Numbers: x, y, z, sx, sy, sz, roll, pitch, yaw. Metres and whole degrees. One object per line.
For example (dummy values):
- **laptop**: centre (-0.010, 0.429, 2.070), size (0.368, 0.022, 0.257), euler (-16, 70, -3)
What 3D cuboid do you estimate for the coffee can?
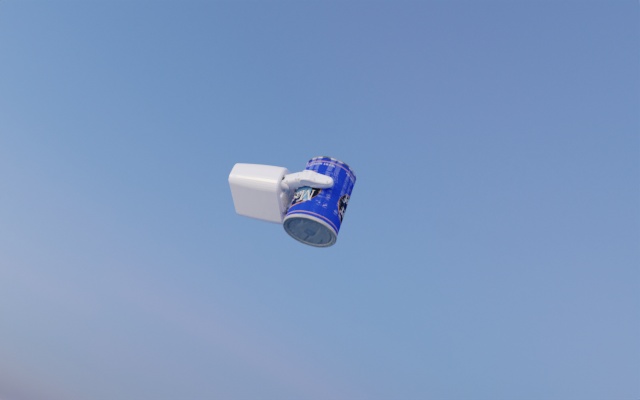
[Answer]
- **coffee can**: centre (0.000, 0.003, 0.899), size (0.103, 0.140, 0.103), euler (15, -32, 9)
